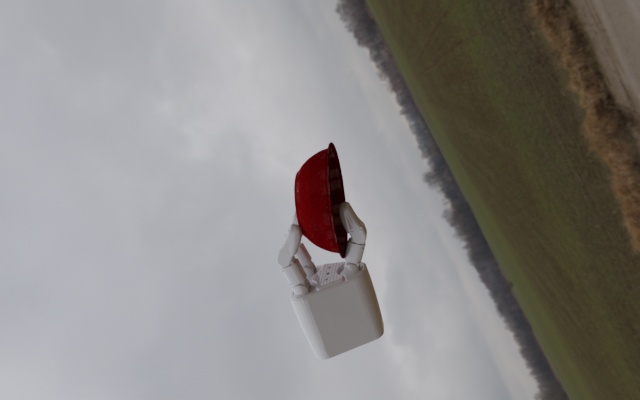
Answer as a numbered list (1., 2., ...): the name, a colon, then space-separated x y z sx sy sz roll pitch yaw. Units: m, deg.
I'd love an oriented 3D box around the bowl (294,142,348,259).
1. bowl: 0.000 0.001 0.665 0.055 0.162 0.162 -6 -1 9
